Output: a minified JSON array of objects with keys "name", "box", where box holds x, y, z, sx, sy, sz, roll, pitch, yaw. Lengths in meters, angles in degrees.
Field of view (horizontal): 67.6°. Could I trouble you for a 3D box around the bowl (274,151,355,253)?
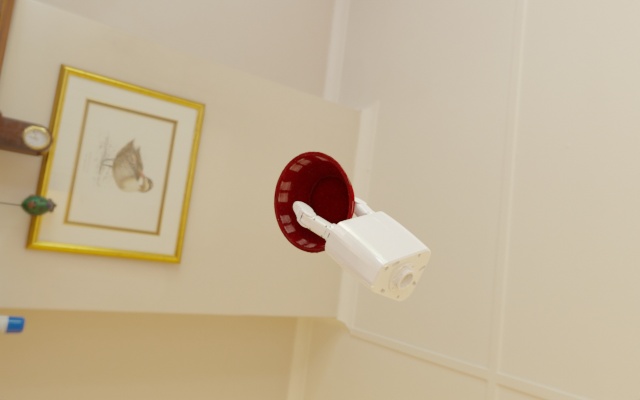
[{"name":"bowl","box":[0.000,0.002,0.780,0.162,0.162,0.055,0,1,38]}]
